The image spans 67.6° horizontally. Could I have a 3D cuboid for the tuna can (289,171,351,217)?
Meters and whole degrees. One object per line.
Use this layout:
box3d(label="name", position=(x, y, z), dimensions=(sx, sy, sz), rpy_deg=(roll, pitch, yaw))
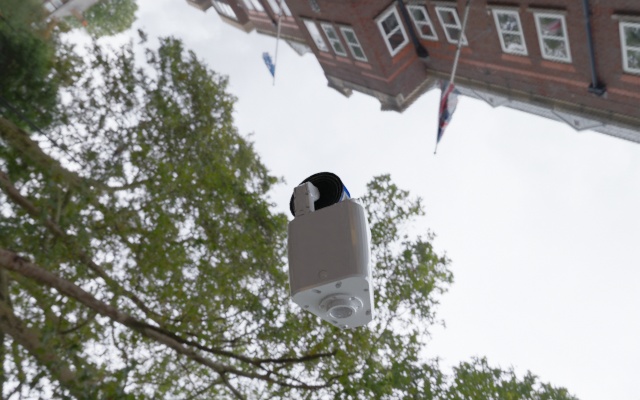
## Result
box3d(label="tuna can", position=(0.000, 0.003, 0.682), dimensions=(0.086, 0.086, 0.034), rpy_deg=(0, -35, 33))
